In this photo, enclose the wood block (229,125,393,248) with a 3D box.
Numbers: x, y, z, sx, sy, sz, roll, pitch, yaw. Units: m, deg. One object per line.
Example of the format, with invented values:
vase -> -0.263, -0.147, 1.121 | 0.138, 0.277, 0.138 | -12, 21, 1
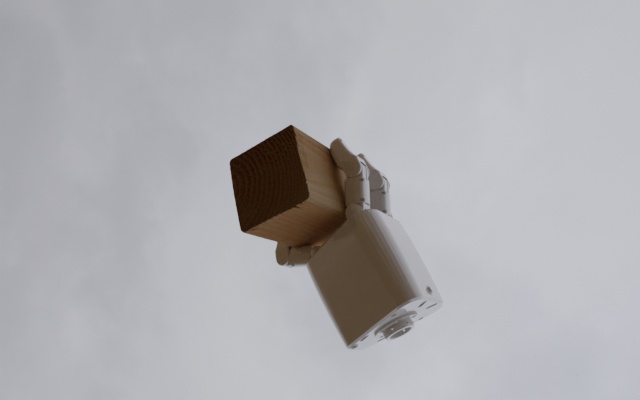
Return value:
wood block -> 0.000, 0.002, 0.567 | 0.091, 0.090, 0.206 | -26, -27, 25
